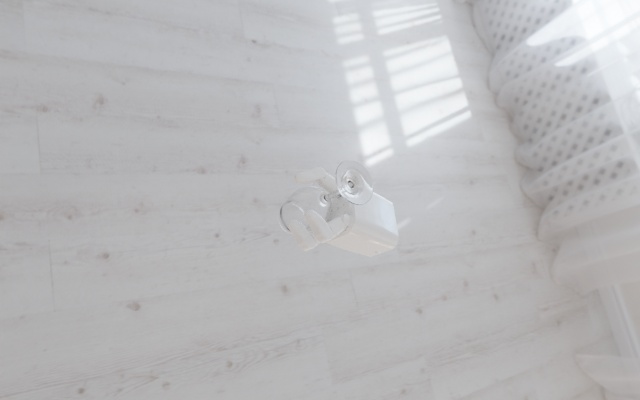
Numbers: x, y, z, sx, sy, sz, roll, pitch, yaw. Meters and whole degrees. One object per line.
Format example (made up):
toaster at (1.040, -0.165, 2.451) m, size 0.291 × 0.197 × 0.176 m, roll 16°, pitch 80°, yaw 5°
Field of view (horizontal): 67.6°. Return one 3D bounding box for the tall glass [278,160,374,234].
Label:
tall glass at (0.000, 0.002, 0.821) m, size 0.079 × 0.079 × 0.201 m, roll 0°, pitch -18°, yaw -35°
